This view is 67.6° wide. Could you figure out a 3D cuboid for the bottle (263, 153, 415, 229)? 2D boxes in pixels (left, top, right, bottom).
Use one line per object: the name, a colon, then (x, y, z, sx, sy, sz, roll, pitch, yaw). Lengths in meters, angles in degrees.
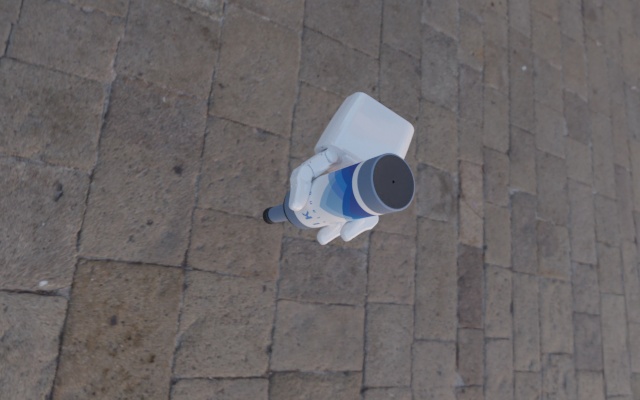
bottle: (0.000, 0.002, 0.652, 0.069, 0.069, 0.296, 0, -9, -34)
